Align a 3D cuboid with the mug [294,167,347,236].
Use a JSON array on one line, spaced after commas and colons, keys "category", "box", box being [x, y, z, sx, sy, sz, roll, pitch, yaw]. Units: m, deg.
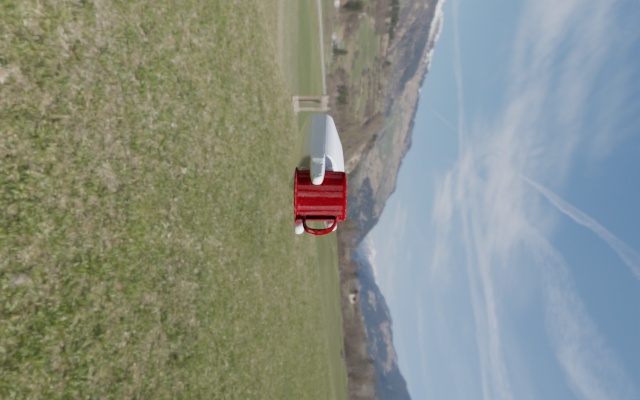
[{"category": "mug", "box": [0.000, 0.004, 0.763, 0.081, 0.117, 0.093, 1, -35, 0]}]
